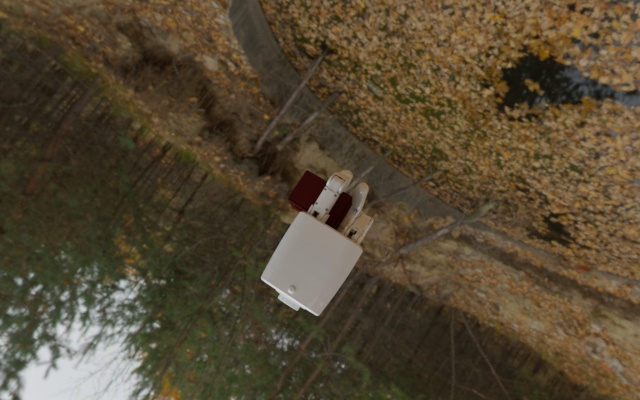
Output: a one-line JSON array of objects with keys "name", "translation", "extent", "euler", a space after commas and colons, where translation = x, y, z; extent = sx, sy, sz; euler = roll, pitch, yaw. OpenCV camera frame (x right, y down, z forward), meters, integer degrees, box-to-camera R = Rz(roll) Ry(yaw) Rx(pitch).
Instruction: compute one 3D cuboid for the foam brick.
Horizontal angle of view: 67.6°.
[{"name": "foam brick", "translation": [0.000, 0.002, 0.680], "extent": [0.078, 0.051, 0.053], "euler": [31, -9, 10]}]
